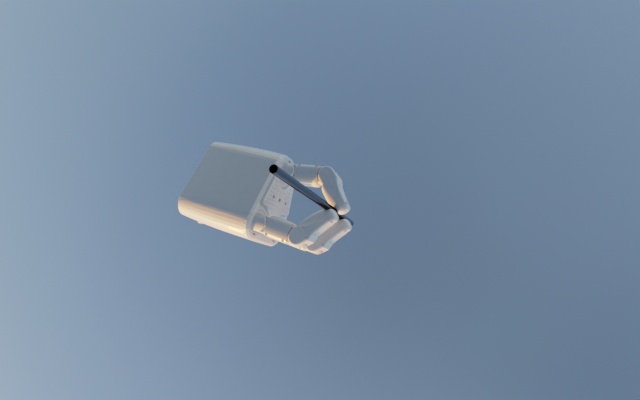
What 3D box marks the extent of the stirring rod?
[{"bbox_3d":[0.000,0.002,0.502,0.011,0.011,0.239,0,-13,19],"label":"stirring rod"}]
